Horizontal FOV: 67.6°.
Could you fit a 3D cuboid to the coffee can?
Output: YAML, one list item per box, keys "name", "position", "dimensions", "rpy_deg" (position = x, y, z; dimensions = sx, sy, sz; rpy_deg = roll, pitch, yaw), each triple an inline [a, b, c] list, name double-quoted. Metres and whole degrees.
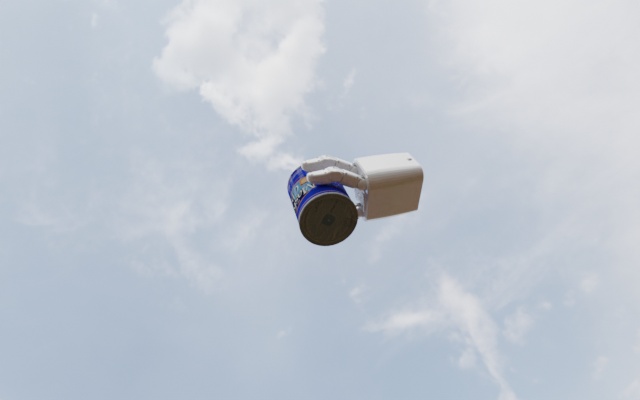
- name: "coffee can"
  position: [0.000, 0.003, 0.864]
  dimensions: [0.103, 0.103, 0.140]
  rpy_deg: [0, 27, -13]
